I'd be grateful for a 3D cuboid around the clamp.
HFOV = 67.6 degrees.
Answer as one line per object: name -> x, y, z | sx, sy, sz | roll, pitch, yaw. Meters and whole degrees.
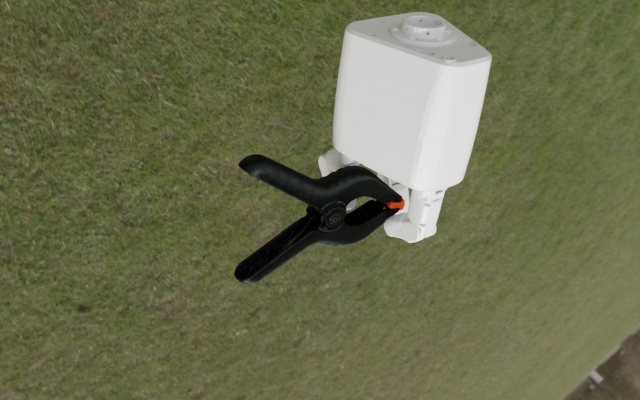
clamp -> 0.001, 0.002, 0.423 | 0.171, 0.120, 0.039 | -19, 42, -25
